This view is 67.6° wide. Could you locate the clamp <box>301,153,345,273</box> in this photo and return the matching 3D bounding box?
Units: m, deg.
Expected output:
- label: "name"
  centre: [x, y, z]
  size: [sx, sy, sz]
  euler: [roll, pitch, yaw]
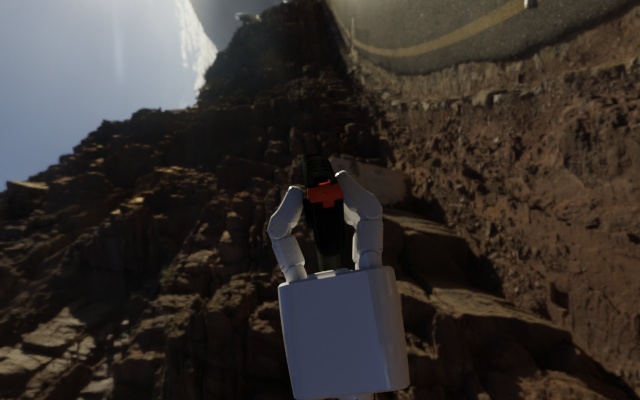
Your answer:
- label: "clamp"
  centre: [-0.001, 0.002, 0.483]
  size: [0.036, 0.164, 0.210]
  euler: [-10, -16, -3]
